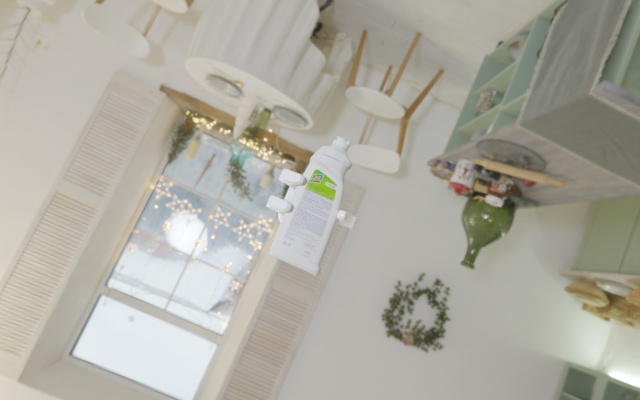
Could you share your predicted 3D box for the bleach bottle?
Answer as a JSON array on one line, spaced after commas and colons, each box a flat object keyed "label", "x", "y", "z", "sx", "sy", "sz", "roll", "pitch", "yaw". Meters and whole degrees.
[{"label": "bleach bottle", "x": 0.000, "y": 0.003, "z": 0.878, "sx": 0.102, "sy": 0.251, "sz": 0.068, "roll": 25, "pitch": -8, "yaw": -5}]
